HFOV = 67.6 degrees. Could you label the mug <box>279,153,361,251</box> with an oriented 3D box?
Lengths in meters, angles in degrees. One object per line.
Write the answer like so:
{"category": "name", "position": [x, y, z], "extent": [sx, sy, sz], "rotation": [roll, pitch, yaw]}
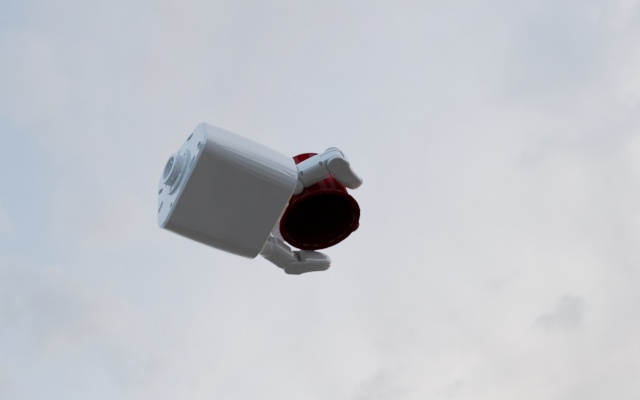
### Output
{"category": "mug", "position": [0.001, 0.002, 0.566], "extent": [0.117, 0.093, 0.081], "rotation": [23, 31, -33]}
